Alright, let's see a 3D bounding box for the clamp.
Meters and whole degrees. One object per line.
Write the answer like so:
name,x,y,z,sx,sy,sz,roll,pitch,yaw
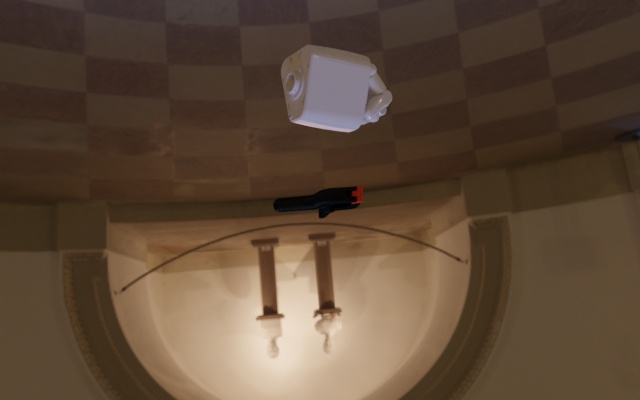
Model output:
clamp,0.000,0.003,0.827,0.120,0.039,0.171,1,-14,-33
